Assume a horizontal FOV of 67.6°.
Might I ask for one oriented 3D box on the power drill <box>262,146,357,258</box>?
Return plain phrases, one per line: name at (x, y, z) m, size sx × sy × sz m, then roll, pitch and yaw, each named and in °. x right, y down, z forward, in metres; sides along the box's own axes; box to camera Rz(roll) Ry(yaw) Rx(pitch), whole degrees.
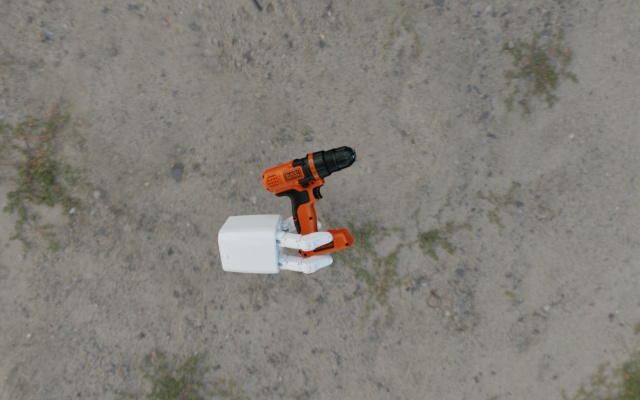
power drill at (0.000, 0.003, 0.899) m, size 0.184 × 0.188 × 0.057 m, roll -16°, pitch 8°, yaw 17°
